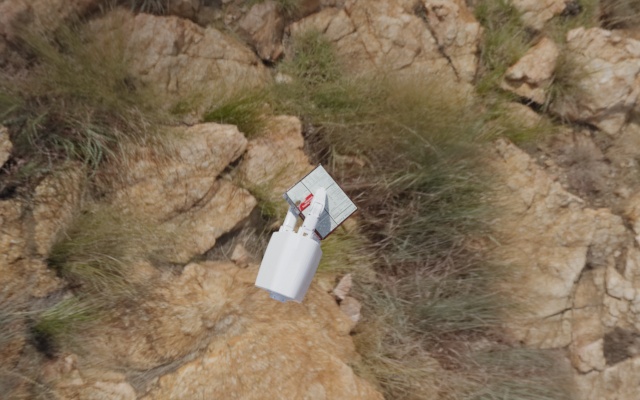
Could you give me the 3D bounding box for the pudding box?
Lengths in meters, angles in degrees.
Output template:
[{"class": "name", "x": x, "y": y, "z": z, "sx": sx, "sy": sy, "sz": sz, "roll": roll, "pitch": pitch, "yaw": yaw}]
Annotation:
[{"class": "pudding box", "x": 0.000, "y": 0.003, "z": 0.878, "sx": 0.090, "sy": 0.113, "sz": 0.039, "roll": -40, "pitch": 0, "yaw": -13}]
